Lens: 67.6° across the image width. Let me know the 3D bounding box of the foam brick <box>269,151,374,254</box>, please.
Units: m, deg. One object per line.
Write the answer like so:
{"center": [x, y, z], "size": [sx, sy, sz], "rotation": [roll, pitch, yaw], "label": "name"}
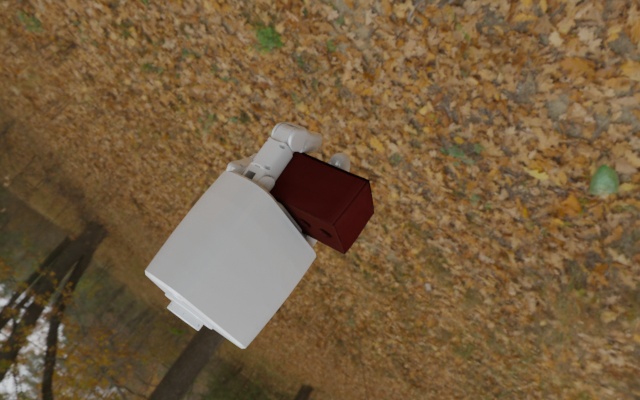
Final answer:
{"center": [0.000, 0.001, 0.417], "size": [0.078, 0.051, 0.053], "rotation": [25, -25, 28], "label": "foam brick"}
